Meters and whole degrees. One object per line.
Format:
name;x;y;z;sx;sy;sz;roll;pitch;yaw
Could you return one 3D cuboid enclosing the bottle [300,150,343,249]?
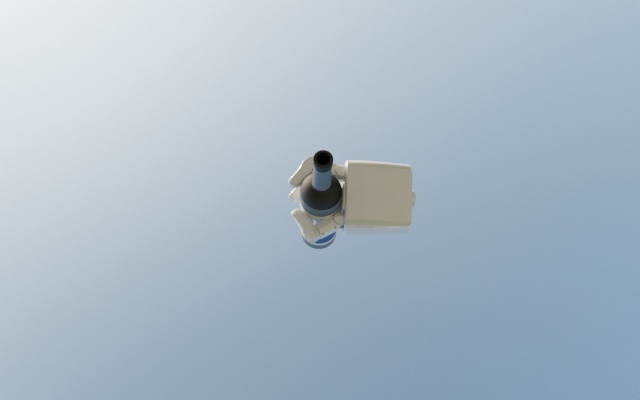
bottle;0.000;0.003;0.772;0.069;0.069;0.296;0;-23;-2
